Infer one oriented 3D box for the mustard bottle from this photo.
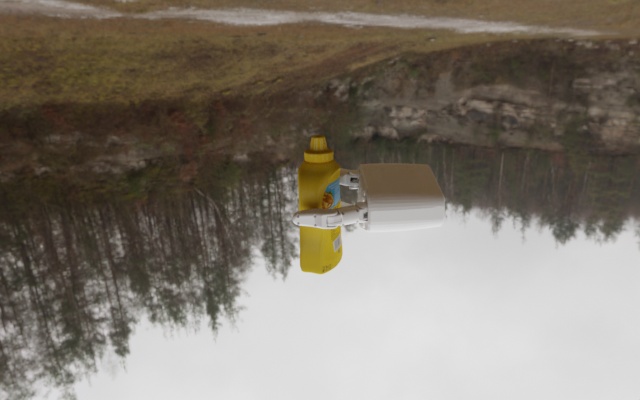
[{"bbox_3d":[0.000,0.002,0.688,0.058,0.192,0.096,6,20,21],"label":"mustard bottle"}]
